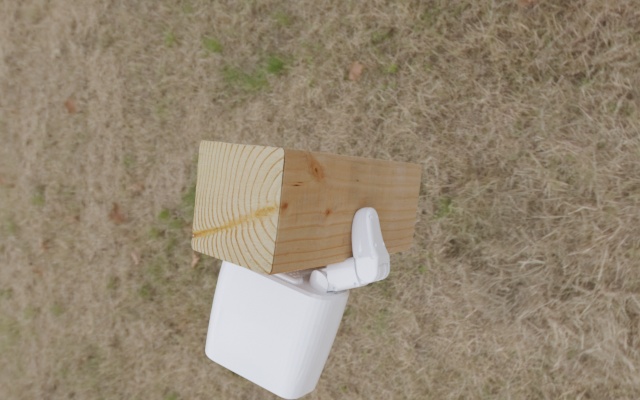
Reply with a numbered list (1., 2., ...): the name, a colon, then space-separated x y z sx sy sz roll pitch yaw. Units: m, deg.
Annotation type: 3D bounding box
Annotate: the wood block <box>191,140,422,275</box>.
1. wood block: 0.000 0.002 0.428 0.091 0.090 0.206 11 7 37
